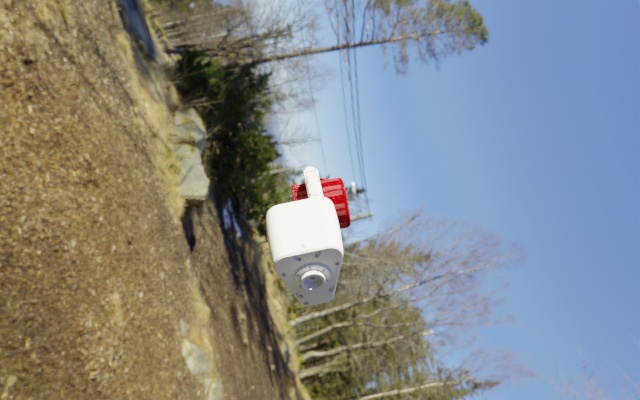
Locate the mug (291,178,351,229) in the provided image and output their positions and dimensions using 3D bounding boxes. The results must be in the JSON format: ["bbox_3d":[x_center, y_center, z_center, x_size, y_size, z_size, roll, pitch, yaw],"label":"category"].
[{"bbox_3d":[0.000,0.002,0.773,0.081,0.093,0.117,-10,37,-1],"label":"mug"}]
